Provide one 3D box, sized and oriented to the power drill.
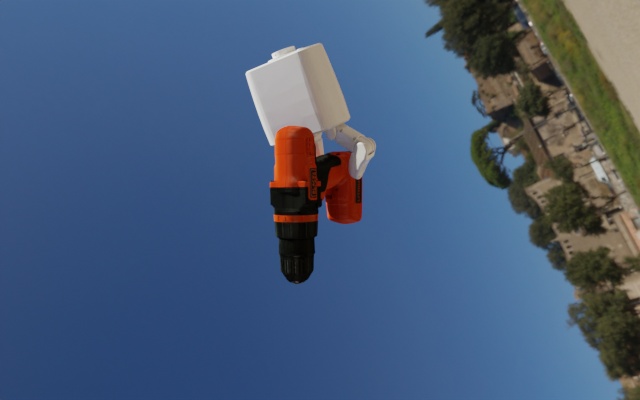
[{"bbox_3d":[0.000,0.002,0.620,0.057,0.184,0.187,2,4,23],"label":"power drill"}]
